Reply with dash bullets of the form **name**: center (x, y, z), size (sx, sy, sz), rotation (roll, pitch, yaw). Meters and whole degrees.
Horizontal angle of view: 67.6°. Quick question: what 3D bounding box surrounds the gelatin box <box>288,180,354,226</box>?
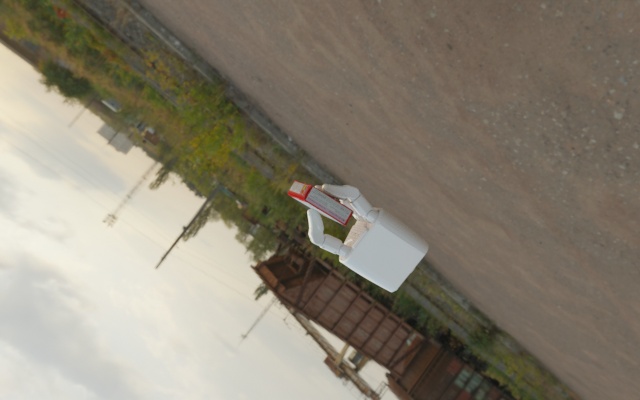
- **gelatin box**: center (0.000, 0.003, 0.773), size (0.089, 0.030, 0.073), rotation (31, -4, -25)
